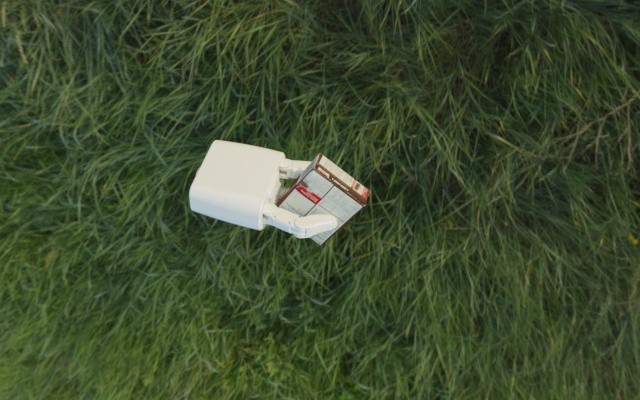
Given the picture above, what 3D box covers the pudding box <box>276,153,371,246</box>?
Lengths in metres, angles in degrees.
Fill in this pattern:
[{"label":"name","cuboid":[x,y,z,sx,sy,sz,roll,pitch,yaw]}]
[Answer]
[{"label":"pudding box","cuboid":[0.000,0.002,0.667,0.090,0.039,0.113,36,-48,-11]}]
